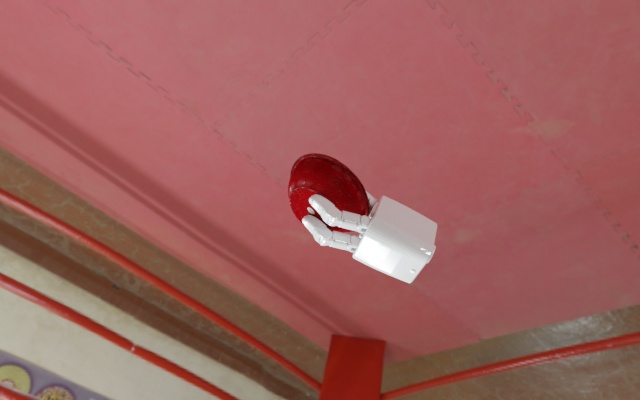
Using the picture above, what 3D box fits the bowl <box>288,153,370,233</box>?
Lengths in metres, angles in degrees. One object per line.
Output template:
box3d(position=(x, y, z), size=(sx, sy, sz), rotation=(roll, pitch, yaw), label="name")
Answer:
box3d(position=(-0.001, 0.002, 0.811), size=(0.162, 0.162, 0.055), rotation=(0, 33, 41), label="bowl")
